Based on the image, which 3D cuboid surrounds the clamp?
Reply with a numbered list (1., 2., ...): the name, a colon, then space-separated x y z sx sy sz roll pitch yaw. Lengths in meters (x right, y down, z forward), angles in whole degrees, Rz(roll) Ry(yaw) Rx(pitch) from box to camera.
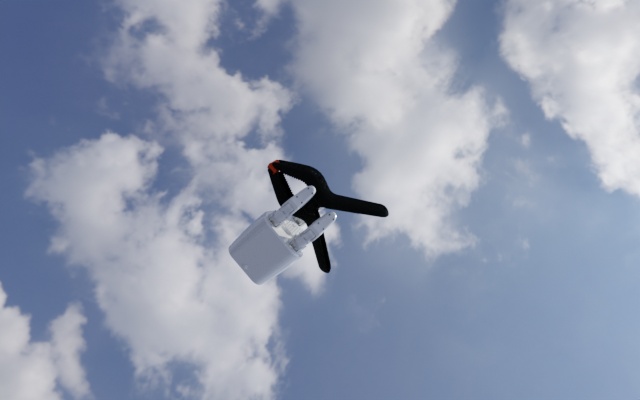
1. clamp: 0.000 0.002 0.805 0.164 0.210 0.036 -40 2 23
